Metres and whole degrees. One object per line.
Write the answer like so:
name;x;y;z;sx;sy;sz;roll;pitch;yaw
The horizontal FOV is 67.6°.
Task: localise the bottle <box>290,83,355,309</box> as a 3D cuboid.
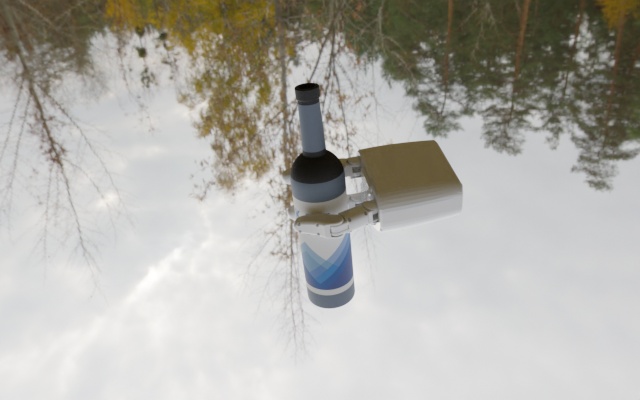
bottle;0.000;0.002;0.594;0.069;0.296;0.069;-5;30;3
